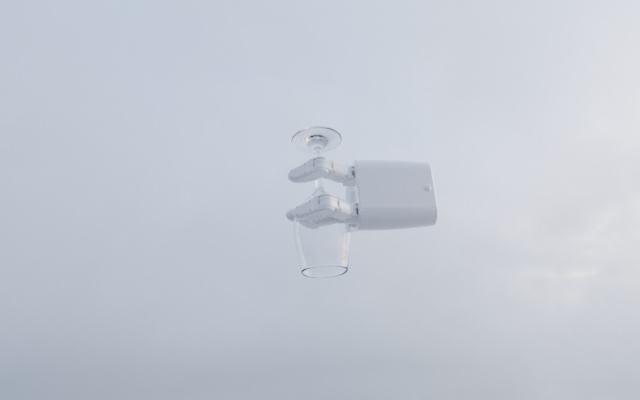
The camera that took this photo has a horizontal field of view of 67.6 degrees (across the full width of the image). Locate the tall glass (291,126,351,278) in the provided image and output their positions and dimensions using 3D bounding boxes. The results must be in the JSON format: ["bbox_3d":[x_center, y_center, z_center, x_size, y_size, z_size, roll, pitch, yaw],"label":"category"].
[{"bbox_3d":[0.000,0.002,0.663,0.079,0.201,0.079,-3,-23,-1],"label":"tall glass"}]
